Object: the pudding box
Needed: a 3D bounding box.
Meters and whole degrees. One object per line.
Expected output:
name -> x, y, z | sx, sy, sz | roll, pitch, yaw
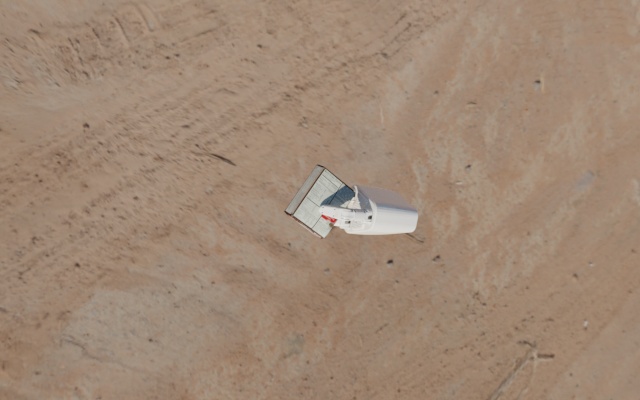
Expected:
pudding box -> 0.000, 0.003, 0.900 | 0.090, 0.113, 0.039 | 38, -8, -29
